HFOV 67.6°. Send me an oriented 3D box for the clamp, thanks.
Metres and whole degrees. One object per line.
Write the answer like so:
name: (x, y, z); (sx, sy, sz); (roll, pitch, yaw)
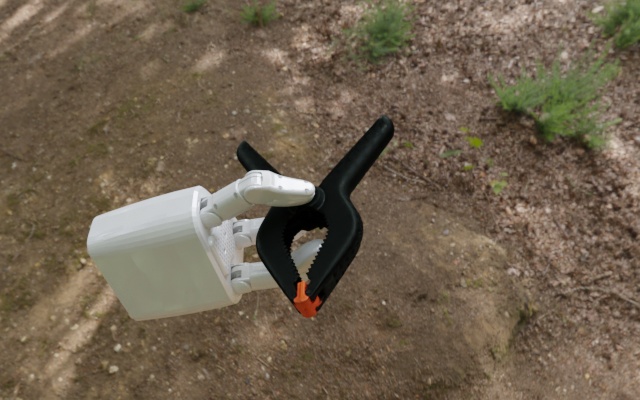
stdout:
clamp: (0.000, 0.001, 0.431); (0.164, 0.209, 0.036); (-14, -42, 8)
